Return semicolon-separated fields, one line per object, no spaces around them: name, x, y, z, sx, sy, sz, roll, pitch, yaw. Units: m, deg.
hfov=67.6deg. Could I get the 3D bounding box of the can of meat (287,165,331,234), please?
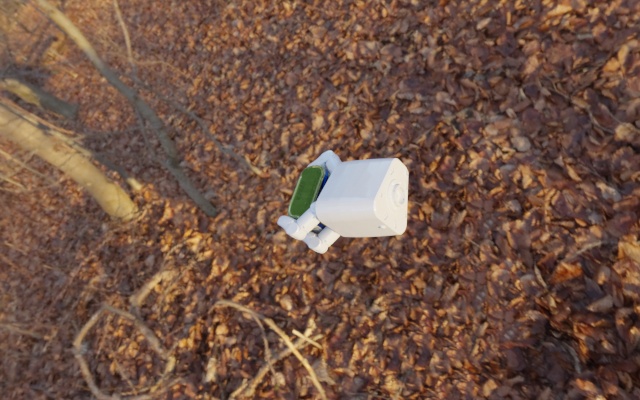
can of meat;0.000;0.002;0.795;0.057;0.102;0.084;2;-24;42
